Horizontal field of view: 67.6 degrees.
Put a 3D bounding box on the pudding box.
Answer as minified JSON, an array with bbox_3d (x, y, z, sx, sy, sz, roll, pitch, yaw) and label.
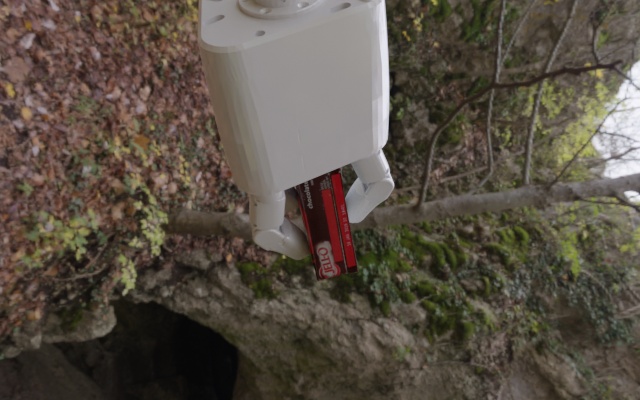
[{"bbox_3d":[0.000,0.001,0.406,0.039,0.090,0.113,-10,20,-1],"label":"pudding box"}]
